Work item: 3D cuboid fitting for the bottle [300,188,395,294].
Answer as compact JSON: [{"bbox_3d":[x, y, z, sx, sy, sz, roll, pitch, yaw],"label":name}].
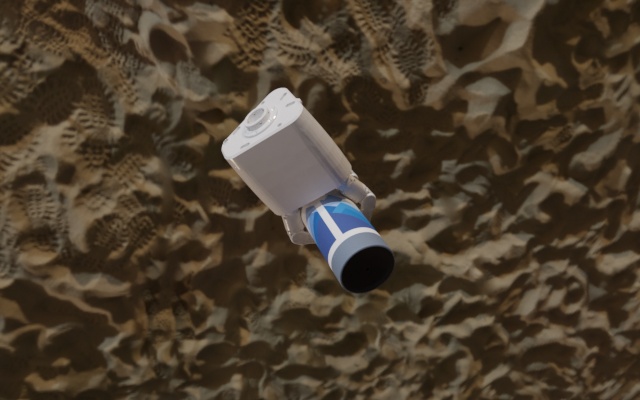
[{"bbox_3d":[0.000,0.002,0.630,0.069,0.069,0.295,0,30,-24],"label":"bottle"}]
